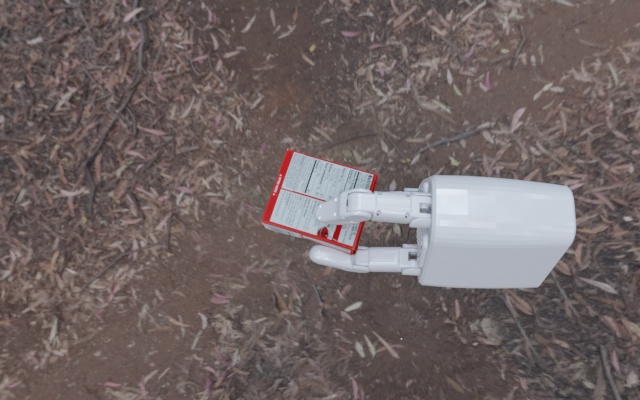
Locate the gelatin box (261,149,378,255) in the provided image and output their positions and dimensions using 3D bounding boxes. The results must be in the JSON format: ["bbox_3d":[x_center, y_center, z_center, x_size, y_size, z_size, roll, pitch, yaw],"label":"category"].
[{"bbox_3d":[0.000,0.001,0.434,0.089,0.073,0.030,17,-14,6],"label":"gelatin box"}]
